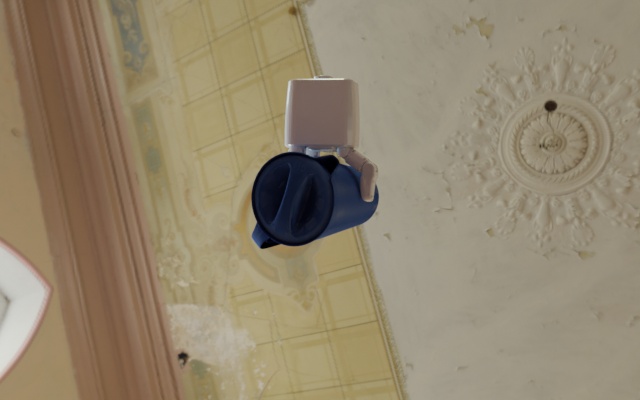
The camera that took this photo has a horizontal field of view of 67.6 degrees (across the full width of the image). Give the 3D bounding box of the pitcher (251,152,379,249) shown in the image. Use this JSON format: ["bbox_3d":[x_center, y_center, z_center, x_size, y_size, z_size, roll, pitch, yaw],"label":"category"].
[{"bbox_3d":[0.000,0.002,0.773,0.149,0.145,0.243,2,2,25],"label":"pitcher"}]
